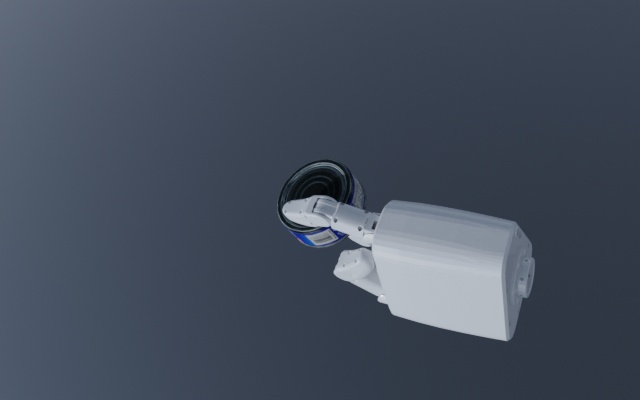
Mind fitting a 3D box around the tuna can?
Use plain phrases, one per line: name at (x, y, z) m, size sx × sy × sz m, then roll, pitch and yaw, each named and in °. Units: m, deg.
tuna can at (0.000, 0.001, 0.475) m, size 0.086 × 0.086 × 0.034 m, roll 0°, pitch -29°, yaw 32°
